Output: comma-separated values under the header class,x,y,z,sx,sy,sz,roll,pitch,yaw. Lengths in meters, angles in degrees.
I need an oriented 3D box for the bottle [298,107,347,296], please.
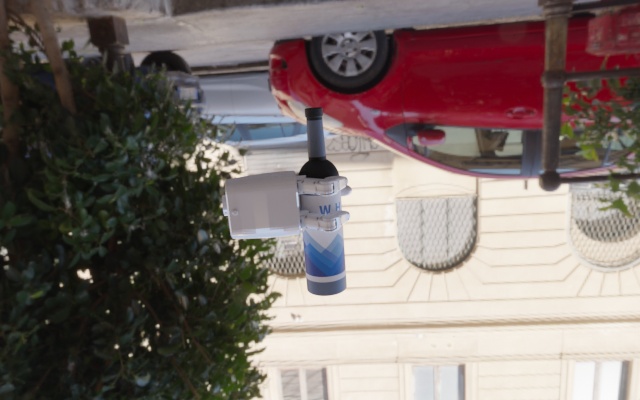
class,x,y,z,sx,sy,sz,roll,pitch,yaw
bottle,0.000,0.003,0.758,0.069,0.296,0.069,-4,14,1
